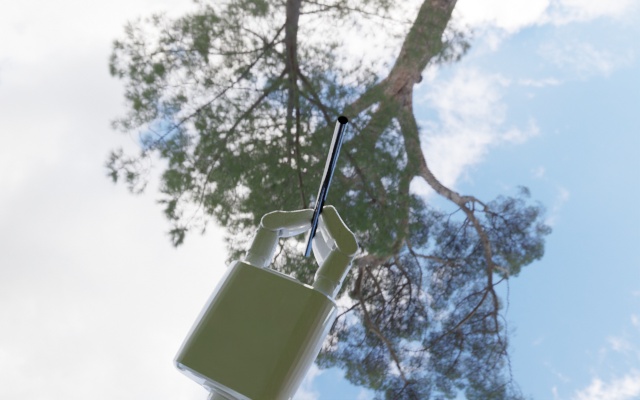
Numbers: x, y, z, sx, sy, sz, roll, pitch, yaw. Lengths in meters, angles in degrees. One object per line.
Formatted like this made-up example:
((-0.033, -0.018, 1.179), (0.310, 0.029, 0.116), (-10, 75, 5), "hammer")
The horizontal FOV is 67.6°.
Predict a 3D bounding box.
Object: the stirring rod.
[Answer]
((0.000, 0.001, 0.452), (0.011, 0.011, 0.240), (0, -30, -9), "stirring rod")
